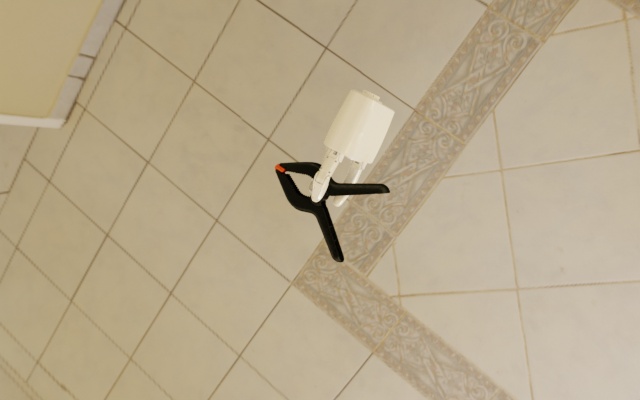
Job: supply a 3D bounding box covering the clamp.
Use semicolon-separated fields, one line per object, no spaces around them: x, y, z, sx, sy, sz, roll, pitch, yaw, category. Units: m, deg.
0.000;0.002;0.872;0.210;0.164;0.036;29;11;14;clamp
